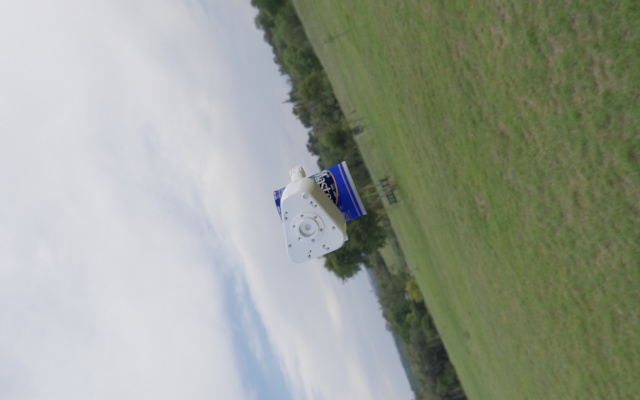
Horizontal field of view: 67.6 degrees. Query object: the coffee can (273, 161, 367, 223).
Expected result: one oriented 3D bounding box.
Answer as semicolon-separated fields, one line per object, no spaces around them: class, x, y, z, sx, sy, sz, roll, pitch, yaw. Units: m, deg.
coffee can;0.000;0.003;0.862;0.140;0.103;0.103;-23;-2;5
